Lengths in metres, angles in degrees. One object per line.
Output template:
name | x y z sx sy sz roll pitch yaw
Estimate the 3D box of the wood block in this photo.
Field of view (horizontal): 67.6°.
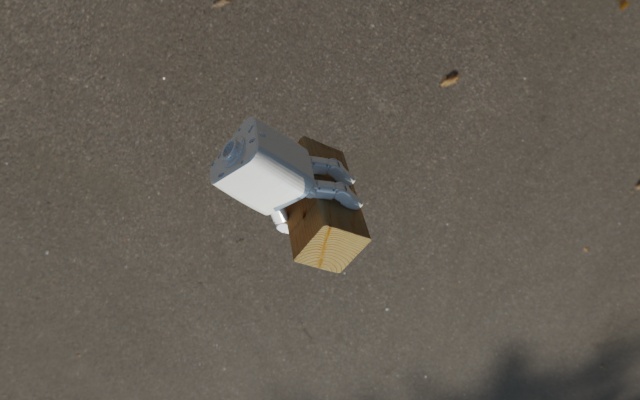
wood block | 0.000 0.003 0.781 0.090 0.206 0.091 19 -52 -29
